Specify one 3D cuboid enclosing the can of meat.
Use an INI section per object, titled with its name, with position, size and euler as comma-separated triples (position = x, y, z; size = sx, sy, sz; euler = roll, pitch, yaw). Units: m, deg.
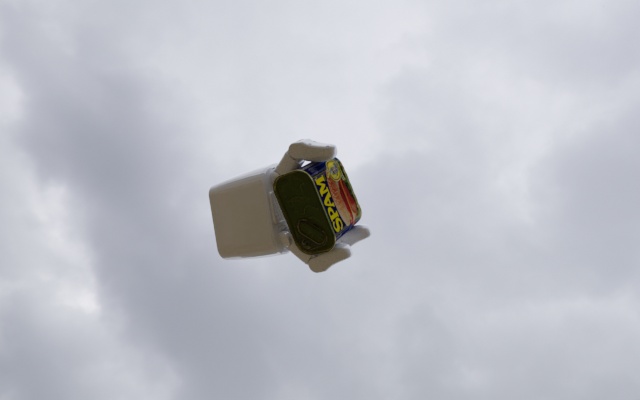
[can of meat]
position = 0.000, 0.002, 0.581
size = 0.057, 0.102, 0.084
euler = -16, 11, 34
